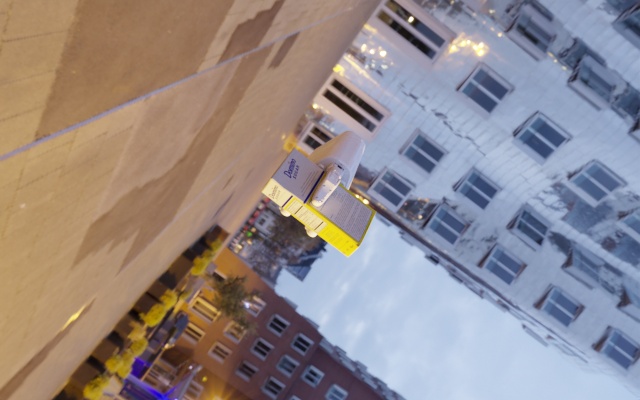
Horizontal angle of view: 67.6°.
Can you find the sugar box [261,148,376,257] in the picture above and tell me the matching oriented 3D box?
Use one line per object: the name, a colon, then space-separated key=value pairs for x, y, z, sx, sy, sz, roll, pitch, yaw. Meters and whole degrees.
sugar box: x=0.000 y=0.003 z=0.774 sx=0.048 sy=0.176 sz=0.093 roll=-49 pitch=7 yaw=43
